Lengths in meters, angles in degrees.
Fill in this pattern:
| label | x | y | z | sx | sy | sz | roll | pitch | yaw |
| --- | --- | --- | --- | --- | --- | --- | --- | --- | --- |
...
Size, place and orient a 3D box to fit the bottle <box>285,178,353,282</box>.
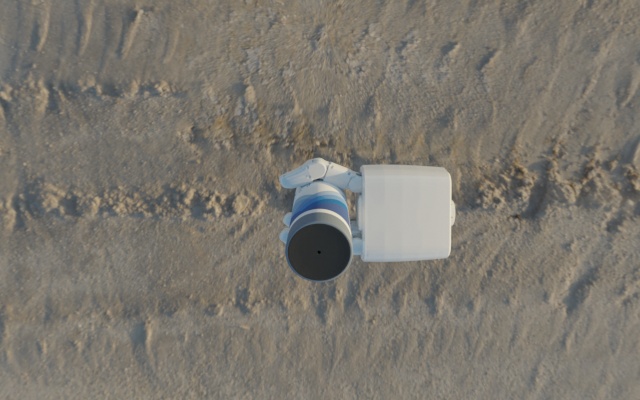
| label | x | y | z | sx | sy | sz | roll | pitch | yaw |
| --- | --- | --- | --- | --- | --- | --- | --- | --- | --- |
| bottle | 0.000 | 0.002 | 0.604 | 0.069 | 0.069 | 0.295 | 0 | 19 | 1 |
